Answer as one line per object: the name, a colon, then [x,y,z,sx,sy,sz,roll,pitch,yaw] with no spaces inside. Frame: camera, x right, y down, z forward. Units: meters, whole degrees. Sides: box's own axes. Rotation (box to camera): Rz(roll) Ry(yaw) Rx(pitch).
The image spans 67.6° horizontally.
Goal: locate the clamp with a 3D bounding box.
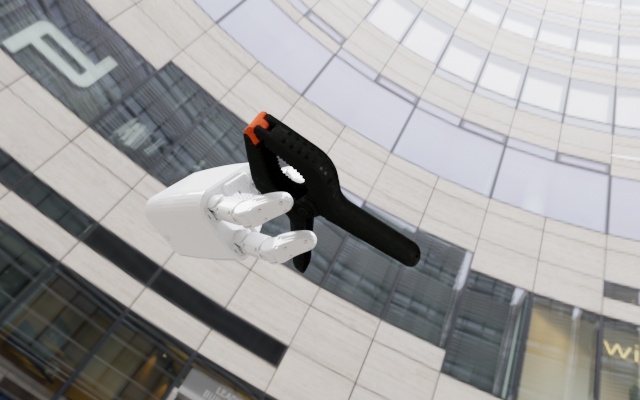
clamp: [0.000,0.001,0.483,0.164,0.210,0.036,-4,40,34]
